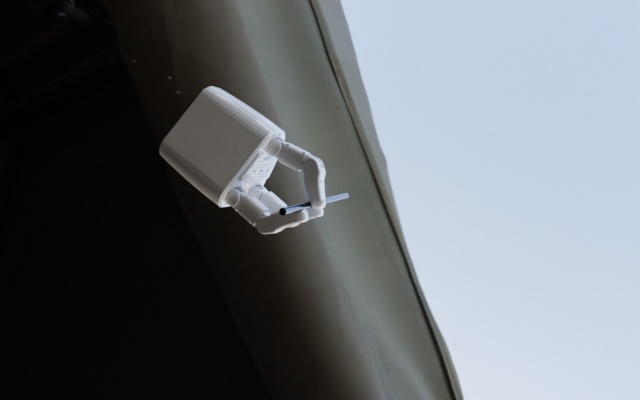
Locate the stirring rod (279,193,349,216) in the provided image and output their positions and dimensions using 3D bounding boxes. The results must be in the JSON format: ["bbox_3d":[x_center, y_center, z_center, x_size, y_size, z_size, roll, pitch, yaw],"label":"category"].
[{"bbox_3d":[0.000,0.002,0.593,0.011,0.011,0.239,0,4,19],"label":"stirring rod"}]
